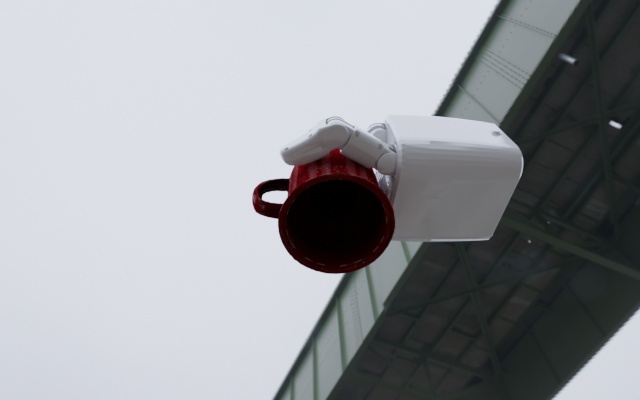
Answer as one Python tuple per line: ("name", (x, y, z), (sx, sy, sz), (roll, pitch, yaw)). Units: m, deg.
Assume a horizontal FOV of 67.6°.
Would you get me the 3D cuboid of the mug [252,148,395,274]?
("mug", (-0.001, 0.001, 0.412), (0.117, 0.093, 0.081), (3, 28, -3))
